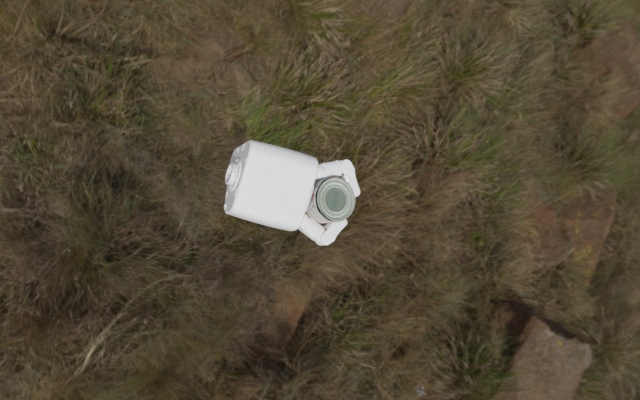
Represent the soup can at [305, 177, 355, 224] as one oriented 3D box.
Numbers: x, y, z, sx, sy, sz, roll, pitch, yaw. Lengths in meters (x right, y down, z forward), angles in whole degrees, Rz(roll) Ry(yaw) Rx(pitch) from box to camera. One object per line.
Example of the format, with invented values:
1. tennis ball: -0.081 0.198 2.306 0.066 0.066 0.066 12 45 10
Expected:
1. soup can: 0.001 0.003 0.739 0.068 0.068 0.102 0 -5 -28
